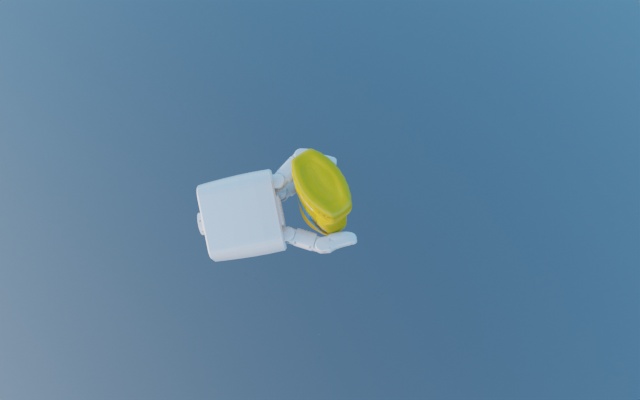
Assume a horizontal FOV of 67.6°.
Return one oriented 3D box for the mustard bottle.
[{"bbox_3d":[0.000,0.002,0.678,0.058,0.096,0.192,-35,-12,-10],"label":"mustard bottle"}]
